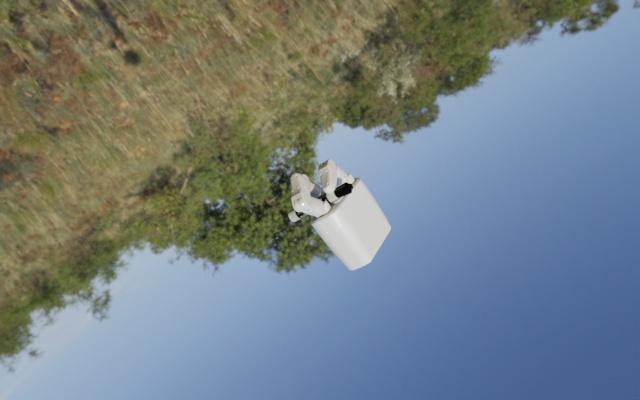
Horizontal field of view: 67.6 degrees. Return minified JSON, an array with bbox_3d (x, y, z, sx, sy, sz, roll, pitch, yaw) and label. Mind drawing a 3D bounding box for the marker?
[{"bbox_3d":[0.000,0.002,0.745,0.121,0.020,0.020,-28,-15,30],"label":"marker"}]
